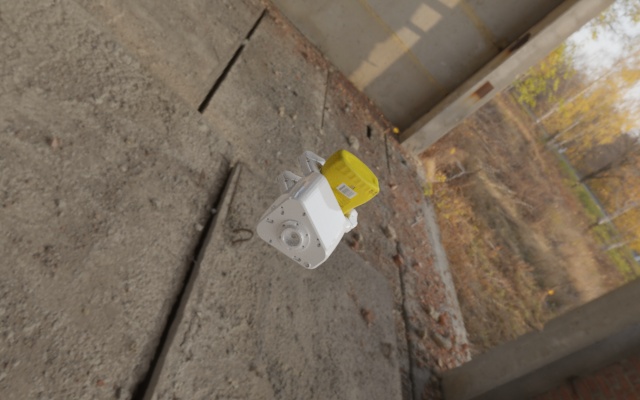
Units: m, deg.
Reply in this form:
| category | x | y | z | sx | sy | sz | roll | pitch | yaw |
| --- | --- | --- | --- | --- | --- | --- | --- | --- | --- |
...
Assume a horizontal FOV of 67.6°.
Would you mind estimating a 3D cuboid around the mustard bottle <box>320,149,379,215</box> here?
| category | x | y | z | sx | sy | sz | roll | pitch | yaw |
| --- | --- | --- | --- | --- | --- | --- | --- | --- | --- |
| mustard bottle | 0.000 | 0.002 | 0.813 | 0.096 | 0.058 | 0.192 | 36 | -60 | -27 |
